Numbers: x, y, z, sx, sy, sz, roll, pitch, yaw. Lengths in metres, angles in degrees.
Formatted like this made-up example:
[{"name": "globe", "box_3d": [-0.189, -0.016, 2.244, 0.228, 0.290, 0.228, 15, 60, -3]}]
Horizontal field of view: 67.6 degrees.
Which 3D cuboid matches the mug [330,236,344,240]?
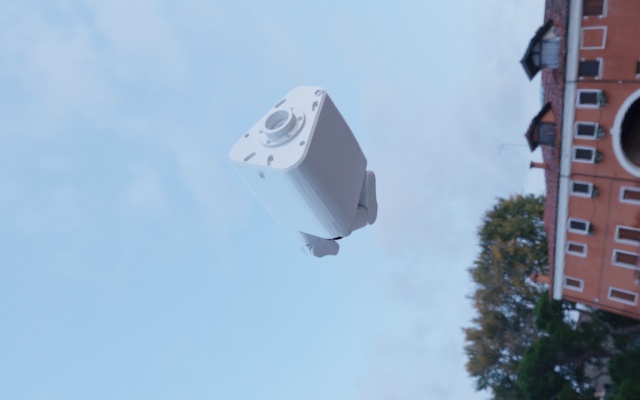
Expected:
[{"name": "mug", "box_3d": [0.001, 0.003, 0.598, 0.081, 0.093, 0.117, 13, -30, 37]}]
